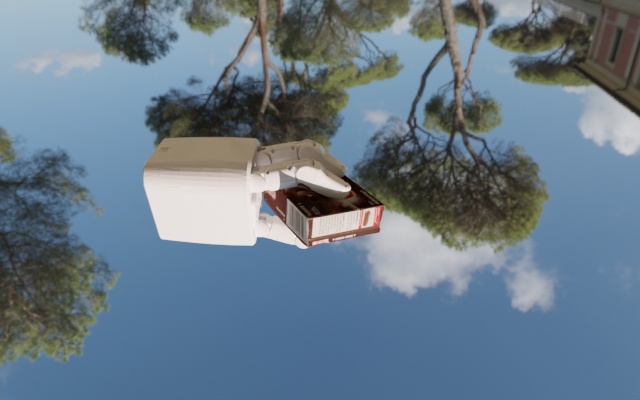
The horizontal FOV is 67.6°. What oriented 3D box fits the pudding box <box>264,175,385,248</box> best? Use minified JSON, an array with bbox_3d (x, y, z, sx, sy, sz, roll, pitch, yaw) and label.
[{"bbox_3d":[0.000,0.002,0.516,0.090,0.039,0.113,-10,32,-27],"label":"pudding box"}]
